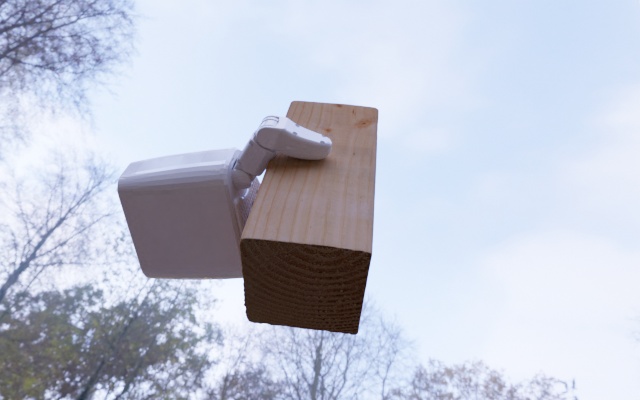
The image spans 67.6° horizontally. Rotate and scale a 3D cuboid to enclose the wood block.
[{"bbox_3d":[0.000,0.001,0.418,0.090,0.091,0.206,6,39,3],"label":"wood block"}]
